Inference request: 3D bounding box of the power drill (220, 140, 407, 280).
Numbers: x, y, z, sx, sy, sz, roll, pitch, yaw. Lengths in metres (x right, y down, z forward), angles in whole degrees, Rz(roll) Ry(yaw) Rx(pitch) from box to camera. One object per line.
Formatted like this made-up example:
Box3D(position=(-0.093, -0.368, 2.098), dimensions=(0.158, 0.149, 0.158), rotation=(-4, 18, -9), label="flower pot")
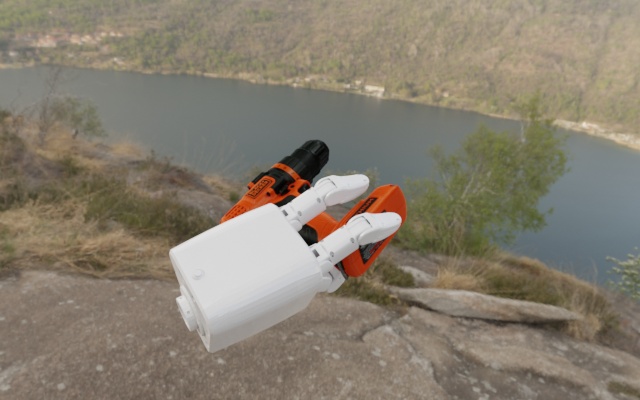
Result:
Box3D(position=(0.000, 0.002, 0.547), dimensions=(0.187, 0.057, 0.184), rotation=(16, 53, 40), label="power drill")
